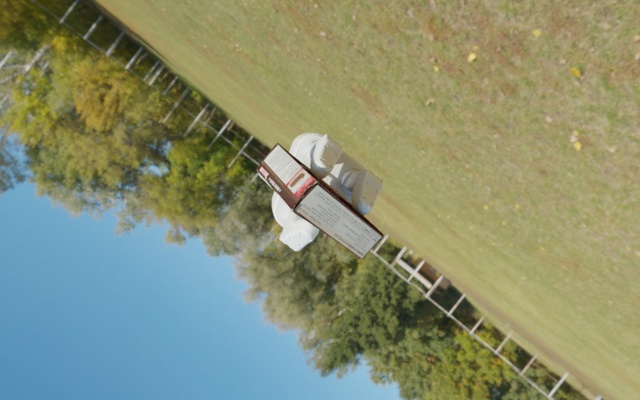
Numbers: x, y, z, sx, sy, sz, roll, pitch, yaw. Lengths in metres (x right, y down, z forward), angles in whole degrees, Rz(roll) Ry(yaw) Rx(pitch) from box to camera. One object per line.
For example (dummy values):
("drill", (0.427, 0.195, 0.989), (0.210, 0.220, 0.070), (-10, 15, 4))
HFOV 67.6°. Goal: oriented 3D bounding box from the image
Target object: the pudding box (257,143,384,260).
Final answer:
("pudding box", (0.000, 0.002, 0.470), (0.113, 0.039, 0.090), (35, 6, -40))
